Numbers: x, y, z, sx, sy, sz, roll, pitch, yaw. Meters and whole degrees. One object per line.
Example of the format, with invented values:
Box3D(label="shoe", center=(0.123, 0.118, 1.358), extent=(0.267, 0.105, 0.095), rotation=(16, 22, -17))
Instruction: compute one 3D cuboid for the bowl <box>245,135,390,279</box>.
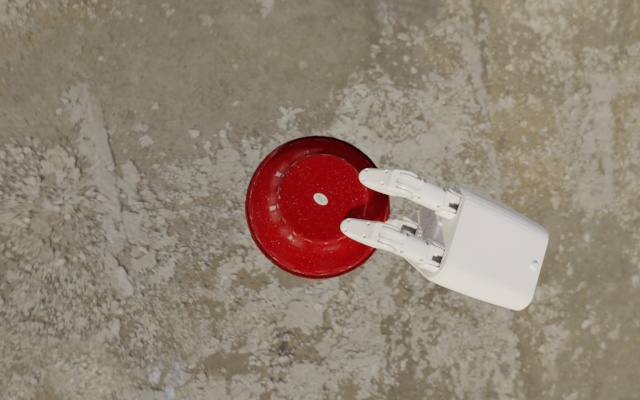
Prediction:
Box3D(label="bowl", center=(-0.001, 0.001, 0.504), extent=(0.162, 0.162, 0.055), rotation=(0, -9, -5))
